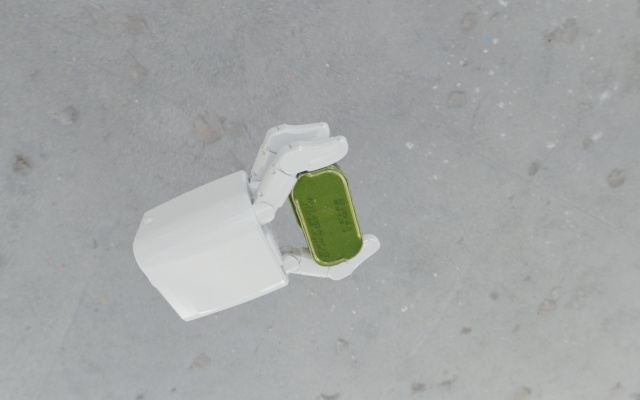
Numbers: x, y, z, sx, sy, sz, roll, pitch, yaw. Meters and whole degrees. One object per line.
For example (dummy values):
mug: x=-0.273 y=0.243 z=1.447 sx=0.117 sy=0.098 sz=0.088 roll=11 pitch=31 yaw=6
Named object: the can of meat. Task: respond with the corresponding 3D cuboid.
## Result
can of meat: x=0.000 y=0.002 z=0.459 sx=0.057 sy=0.102 sz=0.084 roll=-19 pitch=24 yaw=-3
